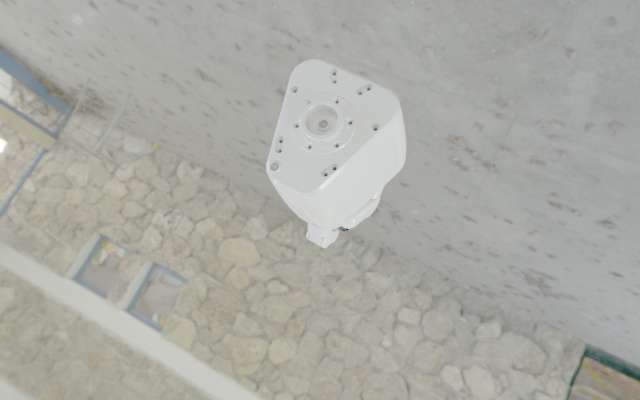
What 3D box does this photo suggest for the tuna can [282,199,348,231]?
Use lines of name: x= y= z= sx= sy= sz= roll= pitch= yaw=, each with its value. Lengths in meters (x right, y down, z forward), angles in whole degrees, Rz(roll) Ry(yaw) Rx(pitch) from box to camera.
tuna can: x=0.000 y=0.002 z=0.536 sx=0.086 sy=0.033 sz=0.086 roll=26 pitch=-6 yaw=3
